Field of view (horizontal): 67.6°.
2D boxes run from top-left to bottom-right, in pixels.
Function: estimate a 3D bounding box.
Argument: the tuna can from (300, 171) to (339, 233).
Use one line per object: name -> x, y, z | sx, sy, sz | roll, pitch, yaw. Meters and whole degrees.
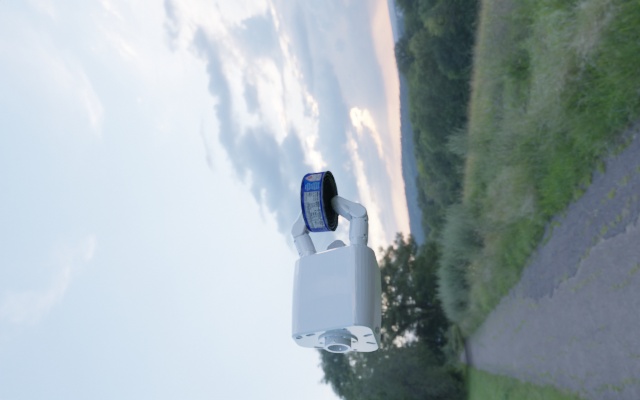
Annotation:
tuna can -> 0.000, 0.002, 0.669 | 0.034, 0.086, 0.086 | -5, -2, 16
